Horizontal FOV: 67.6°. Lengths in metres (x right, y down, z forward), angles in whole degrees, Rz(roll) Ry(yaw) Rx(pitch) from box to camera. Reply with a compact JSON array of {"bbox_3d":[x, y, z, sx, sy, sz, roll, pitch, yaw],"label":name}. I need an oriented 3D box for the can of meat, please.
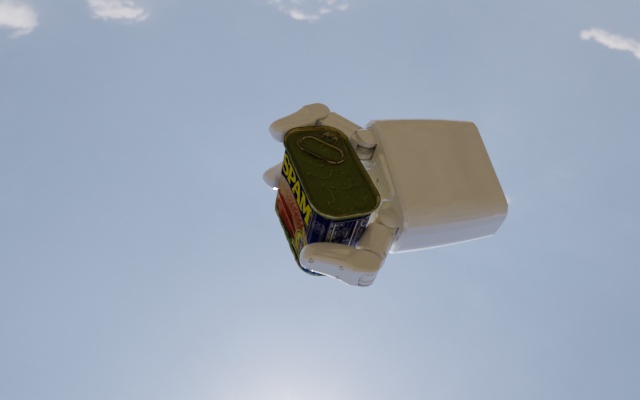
[{"bbox_3d":[0.000,0.002,0.405,0.057,0.102,0.084,-8,-40,-21],"label":"can of meat"}]
